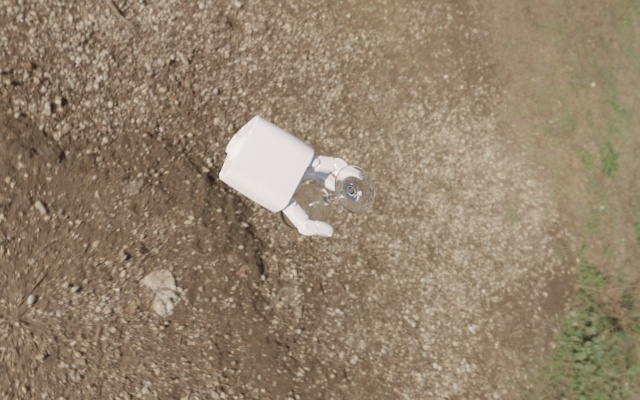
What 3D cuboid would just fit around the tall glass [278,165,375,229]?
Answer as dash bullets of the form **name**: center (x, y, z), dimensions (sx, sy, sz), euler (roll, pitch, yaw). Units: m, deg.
- **tall glass**: center (0.001, 0.003, 0.801), dimensions (0.079, 0.079, 0.201), euler (0, -12, -32)
